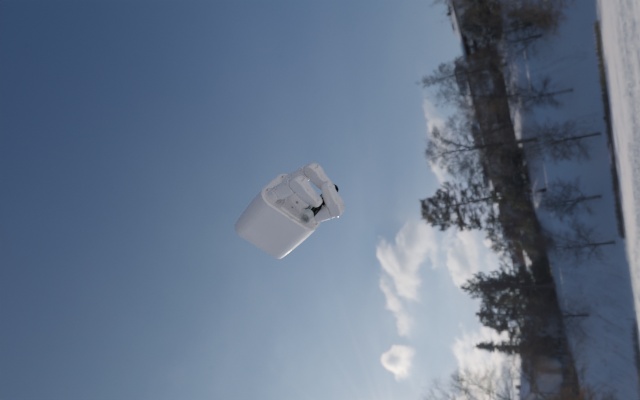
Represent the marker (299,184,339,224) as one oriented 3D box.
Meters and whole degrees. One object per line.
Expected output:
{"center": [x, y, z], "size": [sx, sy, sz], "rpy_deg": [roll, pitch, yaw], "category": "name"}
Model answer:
{"center": [0.000, 0.003, 0.783], "size": [0.020, 0.020, 0.121], "rpy_deg": [0, 25, 27], "category": "marker"}
